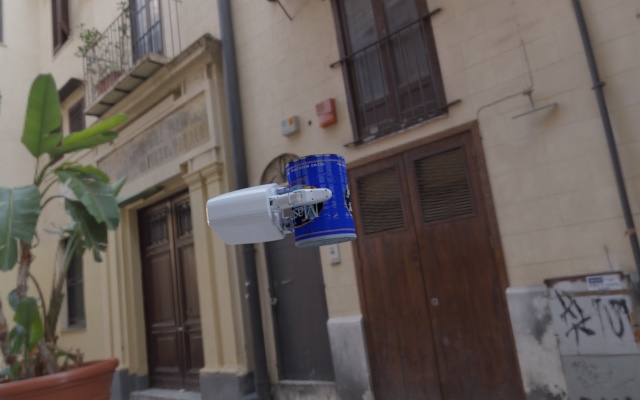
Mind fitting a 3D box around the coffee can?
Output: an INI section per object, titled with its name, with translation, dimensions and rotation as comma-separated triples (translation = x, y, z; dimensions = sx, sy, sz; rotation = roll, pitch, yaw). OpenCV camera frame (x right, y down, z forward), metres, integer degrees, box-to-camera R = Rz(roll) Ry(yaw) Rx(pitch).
[coffee can]
translation = 0.000, 0.003, 0.808
dimensions = 0.103, 0.140, 0.103
rotation = -8, -10, -1
